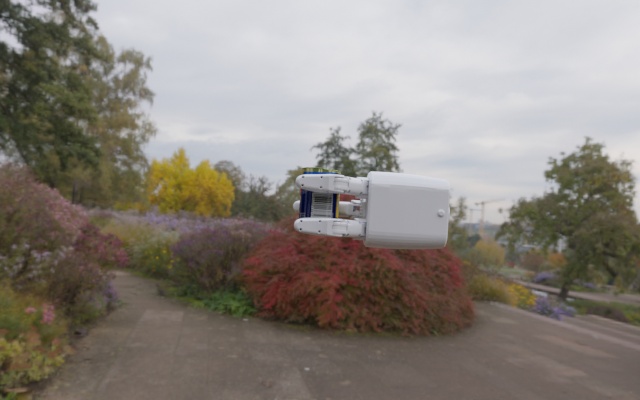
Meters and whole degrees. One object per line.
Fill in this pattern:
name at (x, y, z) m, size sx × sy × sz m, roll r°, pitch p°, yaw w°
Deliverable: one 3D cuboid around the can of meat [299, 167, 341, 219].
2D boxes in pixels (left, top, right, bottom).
can of meat at (0.000, 0.002, 0.654) m, size 0.057 × 0.084 × 0.102 m, roll 4°, pitch -3°, yaw 3°
